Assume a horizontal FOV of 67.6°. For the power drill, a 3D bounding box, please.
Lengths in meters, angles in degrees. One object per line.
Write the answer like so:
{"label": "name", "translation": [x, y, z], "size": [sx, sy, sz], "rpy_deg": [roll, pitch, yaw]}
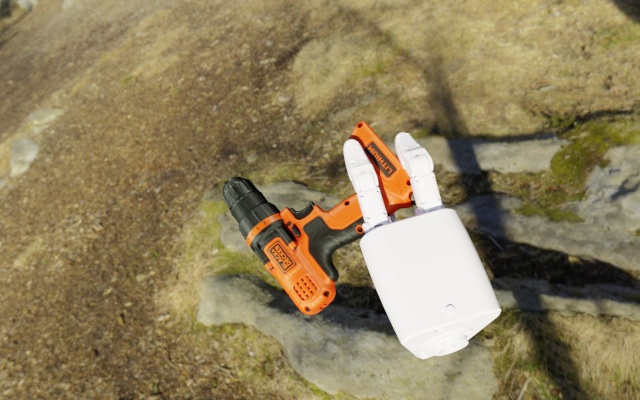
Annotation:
{"label": "power drill", "translation": [0.001, 0.002, 0.528], "size": [0.187, 0.184, 0.057], "rpy_deg": [-41, -17, 6]}
